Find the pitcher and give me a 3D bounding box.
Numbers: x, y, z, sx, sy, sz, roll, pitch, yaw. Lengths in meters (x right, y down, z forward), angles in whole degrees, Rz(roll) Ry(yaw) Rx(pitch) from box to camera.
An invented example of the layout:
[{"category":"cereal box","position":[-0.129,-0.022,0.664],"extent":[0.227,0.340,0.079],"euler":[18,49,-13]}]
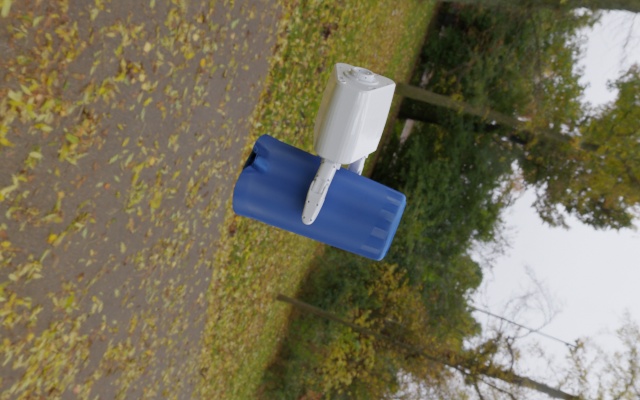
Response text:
[{"category":"pitcher","position":[0.000,0.002,0.737],"extent":[0.243,0.145,0.149],"euler":[21,29,8]}]
